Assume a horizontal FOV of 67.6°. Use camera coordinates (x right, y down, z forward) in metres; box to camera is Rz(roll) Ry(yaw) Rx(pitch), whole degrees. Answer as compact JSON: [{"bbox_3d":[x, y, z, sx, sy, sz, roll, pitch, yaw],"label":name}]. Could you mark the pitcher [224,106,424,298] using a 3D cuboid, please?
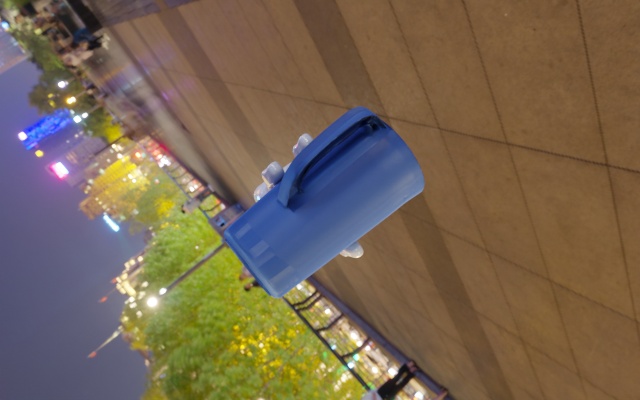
[{"bbox_3d":[0.000,0.002,0.600,0.243,0.149,0.145,-39,12,-13],"label":"pitcher"}]
